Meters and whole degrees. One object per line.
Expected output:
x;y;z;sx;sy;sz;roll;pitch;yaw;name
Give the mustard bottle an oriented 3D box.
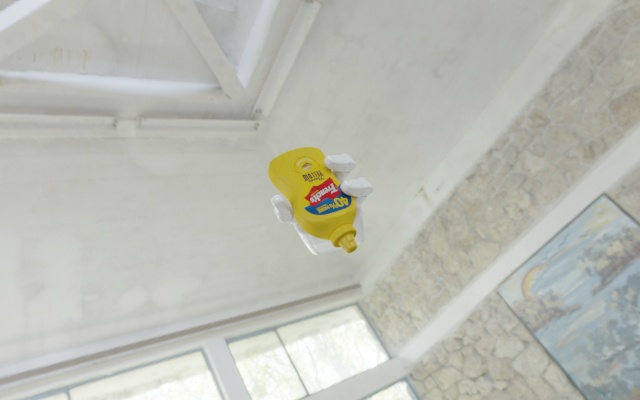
0.000;0.002;0.736;0.096;0.191;0.058;-17;-33;-27;mustard bottle
